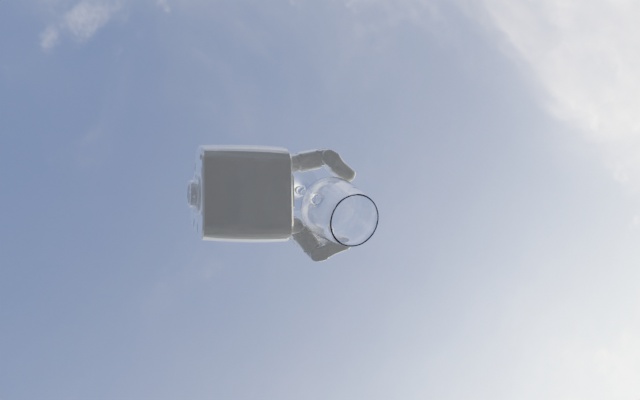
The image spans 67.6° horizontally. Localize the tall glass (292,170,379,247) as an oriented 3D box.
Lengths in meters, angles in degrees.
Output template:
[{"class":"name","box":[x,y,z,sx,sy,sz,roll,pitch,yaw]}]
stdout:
[{"class":"tall glass","box":[0.000,0.002,0.623,0.079,0.079,0.201,0,12,-24]}]
